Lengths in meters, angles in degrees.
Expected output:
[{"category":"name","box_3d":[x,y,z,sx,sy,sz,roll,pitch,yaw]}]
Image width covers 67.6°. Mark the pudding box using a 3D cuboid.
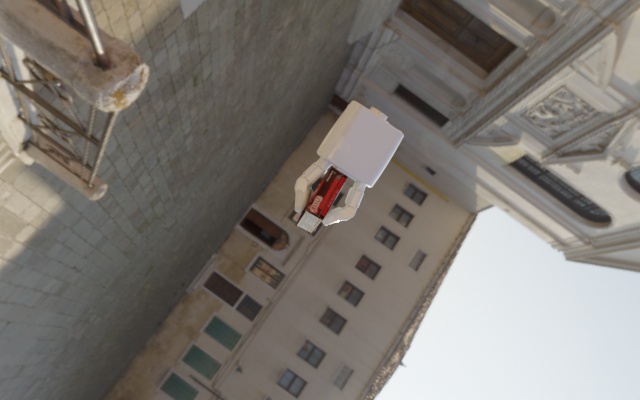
[{"category":"pudding box","box_3d":[0.000,0.003,0.821,0.039,0.090,0.113,31,-20,1]}]
